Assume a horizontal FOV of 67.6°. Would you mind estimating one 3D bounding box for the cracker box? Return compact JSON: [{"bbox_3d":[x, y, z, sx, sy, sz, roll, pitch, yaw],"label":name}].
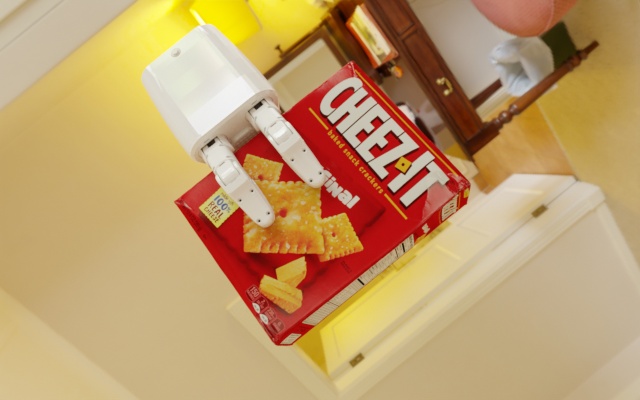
[{"bbox_3d":[0.000,0.002,0.439,0.213,0.164,0.072,-39,-19,0],"label":"cracker box"}]
